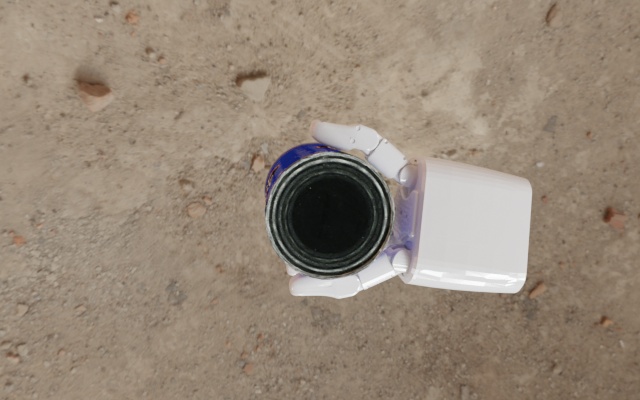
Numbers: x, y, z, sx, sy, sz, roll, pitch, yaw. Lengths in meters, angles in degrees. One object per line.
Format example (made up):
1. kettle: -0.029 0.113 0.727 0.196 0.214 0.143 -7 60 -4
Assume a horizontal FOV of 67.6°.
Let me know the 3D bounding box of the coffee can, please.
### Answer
1. coffee can: 0.000 0.001 0.438 0.103 0.103 0.140 0 10 -7
